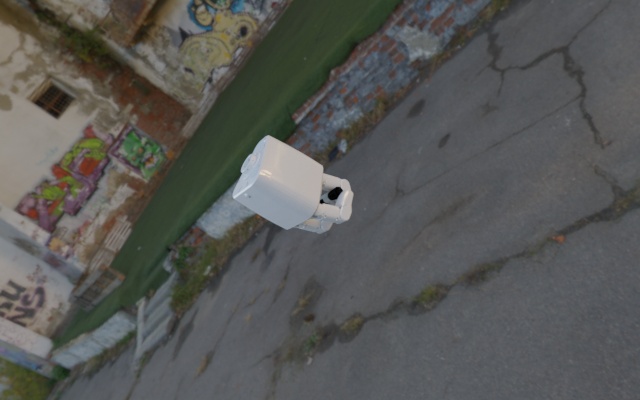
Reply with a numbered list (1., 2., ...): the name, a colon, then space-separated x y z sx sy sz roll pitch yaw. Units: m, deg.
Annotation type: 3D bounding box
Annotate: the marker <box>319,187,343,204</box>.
1. marker: 0.000 0.003 0.822 0.020 0.020 0.121 0 -18 -35
